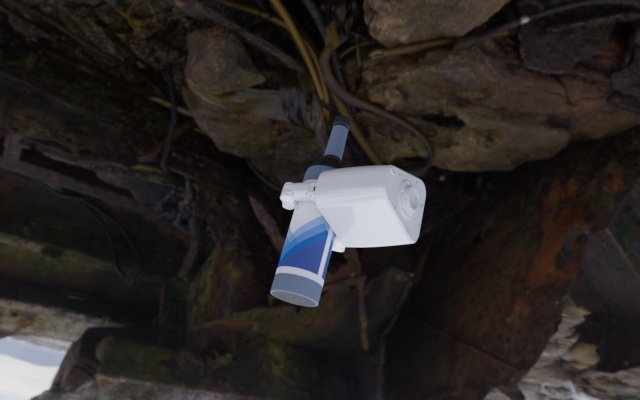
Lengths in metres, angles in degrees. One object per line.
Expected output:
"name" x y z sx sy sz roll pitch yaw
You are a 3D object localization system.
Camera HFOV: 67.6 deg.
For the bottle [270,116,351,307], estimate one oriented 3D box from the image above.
"bottle" 0.000 0.003 0.699 0.069 0.295 0.069 13 -24 6
